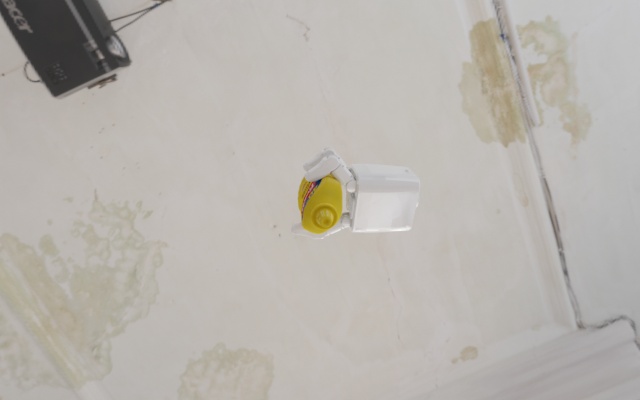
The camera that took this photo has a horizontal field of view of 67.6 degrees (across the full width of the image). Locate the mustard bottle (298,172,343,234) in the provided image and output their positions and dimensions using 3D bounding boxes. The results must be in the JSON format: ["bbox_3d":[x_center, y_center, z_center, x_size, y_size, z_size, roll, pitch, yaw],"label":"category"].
[{"bbox_3d":[0.000,0.002,0.789,0.058,0.096,0.191,24,14,-13],"label":"mustard bottle"}]
